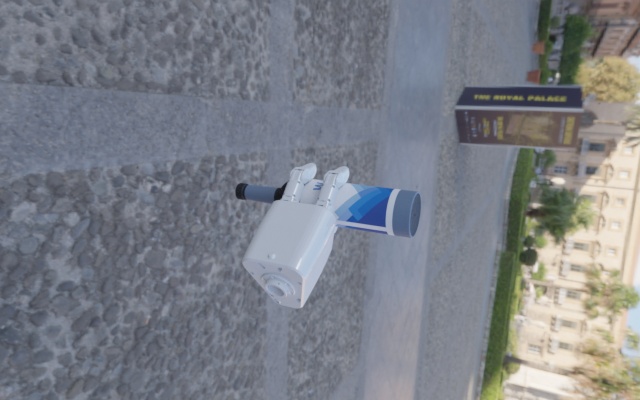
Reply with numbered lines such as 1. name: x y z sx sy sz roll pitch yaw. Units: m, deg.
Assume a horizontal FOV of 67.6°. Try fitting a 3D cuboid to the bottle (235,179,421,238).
1. bottle: 0.000 0.002 0.731 0.295 0.069 0.069 8 3 23
